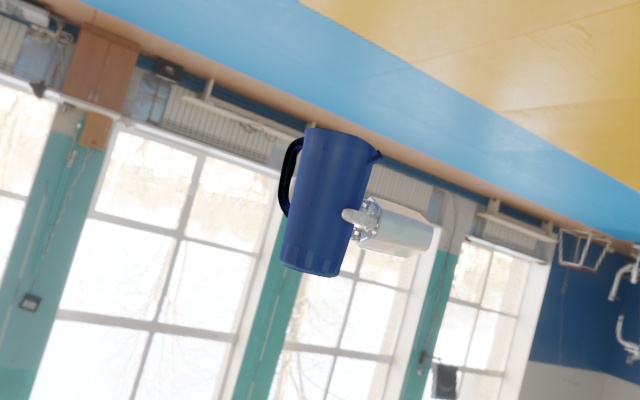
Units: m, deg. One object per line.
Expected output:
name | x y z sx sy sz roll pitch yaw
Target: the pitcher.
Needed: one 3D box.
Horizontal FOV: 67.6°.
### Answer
pitcher | 0.000 0.003 0.833 0.145 0.243 0.149 16 -3 -15
